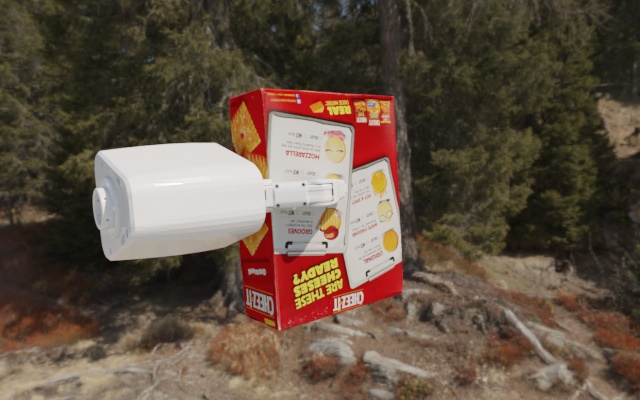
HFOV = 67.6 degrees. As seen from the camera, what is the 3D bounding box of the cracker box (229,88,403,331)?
[{"bbox_3d":[0.000,0.001,0.484,0.164,0.214,0.072,-7,6,-37],"label":"cracker box"}]
